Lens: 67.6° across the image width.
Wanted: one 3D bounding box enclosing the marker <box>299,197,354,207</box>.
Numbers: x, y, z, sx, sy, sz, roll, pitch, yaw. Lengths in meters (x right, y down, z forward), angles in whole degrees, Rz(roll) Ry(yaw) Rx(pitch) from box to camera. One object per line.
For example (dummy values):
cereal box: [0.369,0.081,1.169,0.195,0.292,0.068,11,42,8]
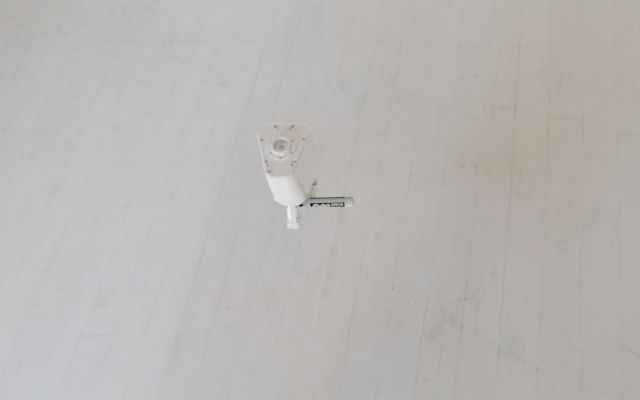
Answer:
marker: [0.000,0.003,0.877,0.121,0.020,0.020,-1,0,9]
